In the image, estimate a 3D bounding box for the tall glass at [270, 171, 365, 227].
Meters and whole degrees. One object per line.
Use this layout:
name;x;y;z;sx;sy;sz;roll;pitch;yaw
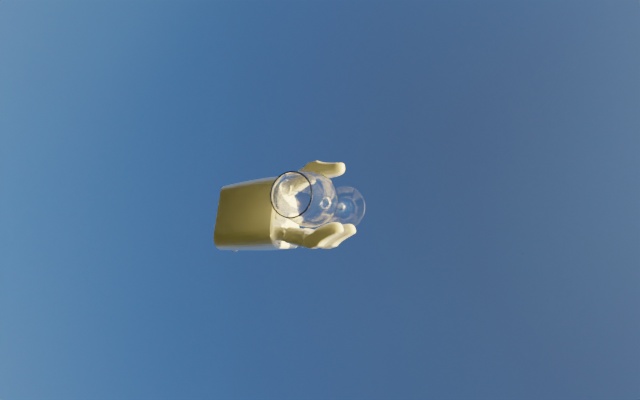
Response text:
tall glass;0.001;0.002;0.707;0.079;0.079;0.201;0;-6;23
